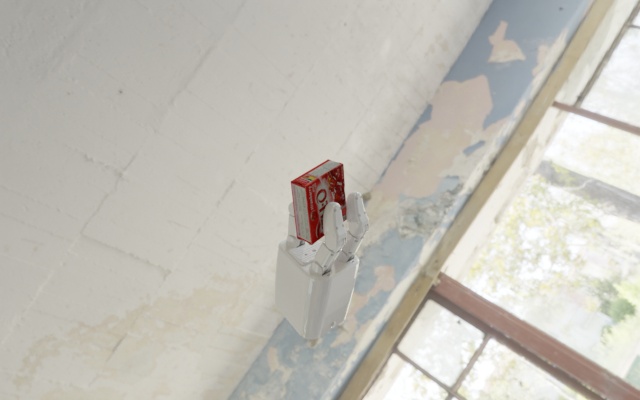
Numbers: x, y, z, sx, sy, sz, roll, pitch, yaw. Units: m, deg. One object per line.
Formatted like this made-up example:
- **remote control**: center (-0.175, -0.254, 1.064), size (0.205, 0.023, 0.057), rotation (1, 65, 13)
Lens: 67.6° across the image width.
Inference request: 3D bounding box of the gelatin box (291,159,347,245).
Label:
- **gelatin box**: center (0.000, 0.002, 0.615), size (0.030, 0.089, 0.073), rotation (21, 39, 37)
